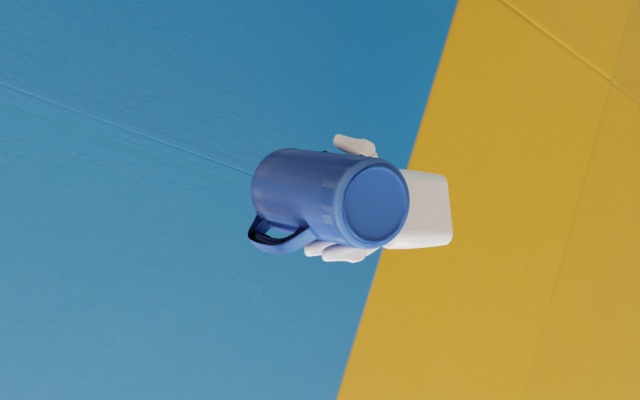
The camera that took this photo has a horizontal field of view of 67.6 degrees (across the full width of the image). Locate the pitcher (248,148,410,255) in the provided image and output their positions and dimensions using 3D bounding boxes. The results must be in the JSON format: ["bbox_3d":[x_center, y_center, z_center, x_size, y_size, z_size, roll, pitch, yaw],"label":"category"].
[{"bbox_3d":[0.000,0.002,0.647,0.145,0.149,0.243,1,5,-28],"label":"pitcher"}]
